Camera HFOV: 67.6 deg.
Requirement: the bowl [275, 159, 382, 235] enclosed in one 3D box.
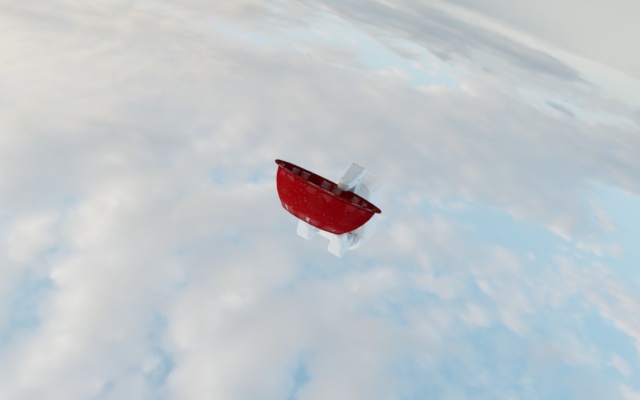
[{"bbox_3d":[-0.001,0.002,0.651,0.162,0.055,0.162,26,6,-3],"label":"bowl"}]
